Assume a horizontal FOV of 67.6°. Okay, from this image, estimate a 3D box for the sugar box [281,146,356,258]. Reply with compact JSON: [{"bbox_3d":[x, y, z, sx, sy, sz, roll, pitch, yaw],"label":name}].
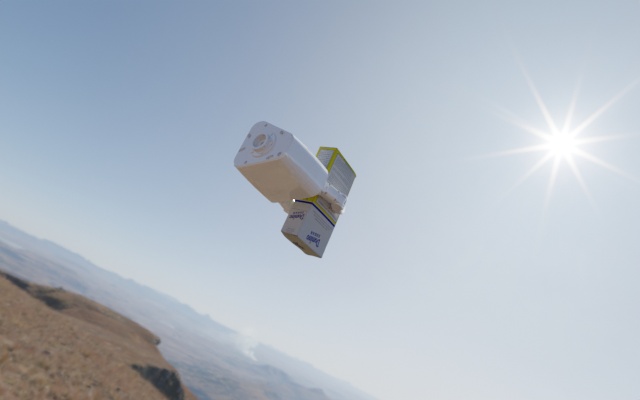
[{"bbox_3d":[0.000,0.003,0.846,0.048,0.176,0.093,12,-24,37],"label":"sugar box"}]
